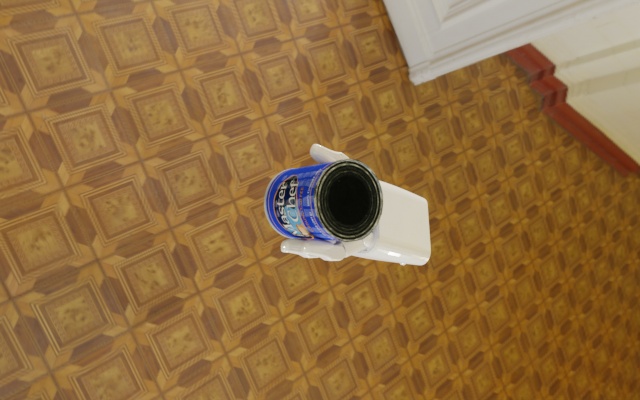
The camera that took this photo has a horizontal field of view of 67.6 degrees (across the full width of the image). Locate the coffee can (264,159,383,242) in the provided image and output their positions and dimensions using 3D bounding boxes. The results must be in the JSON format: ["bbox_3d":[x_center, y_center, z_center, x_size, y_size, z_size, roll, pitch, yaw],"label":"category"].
[{"bbox_3d":[0.000,0.002,0.639,0.103,0.103,0.140,0,-2,-32],"label":"coffee can"}]
